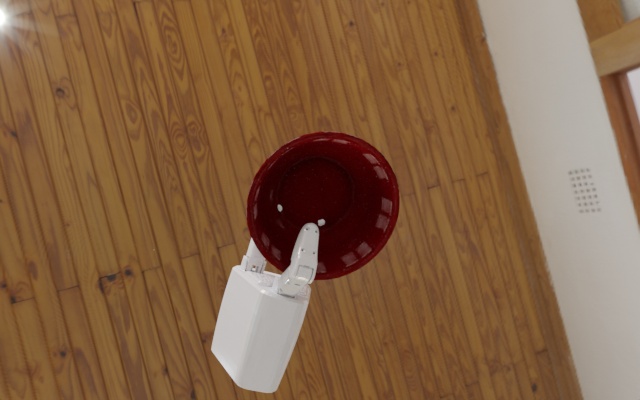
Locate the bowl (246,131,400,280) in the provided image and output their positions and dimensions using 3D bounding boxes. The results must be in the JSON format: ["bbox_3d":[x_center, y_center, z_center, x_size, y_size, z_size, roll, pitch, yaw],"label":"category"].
[{"bbox_3d":[0.001,0.000,0.514,0.162,0.162,0.055,0,18,-12],"label":"bowl"}]
